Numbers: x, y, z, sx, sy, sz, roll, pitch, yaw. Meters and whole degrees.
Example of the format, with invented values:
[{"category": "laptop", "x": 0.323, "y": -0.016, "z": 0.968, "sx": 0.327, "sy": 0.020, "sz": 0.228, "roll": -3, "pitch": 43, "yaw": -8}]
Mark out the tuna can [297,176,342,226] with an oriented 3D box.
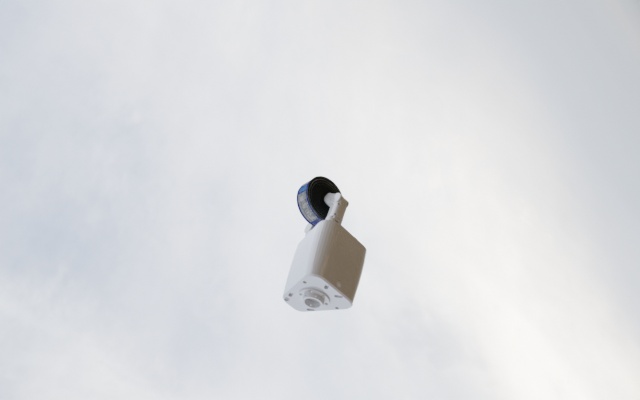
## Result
[{"category": "tuna can", "x": 0.000, "y": 0.003, "z": 0.835, "sx": 0.086, "sy": 0.086, "sz": 0.034, "roll": 0, "pitch": -21, "yaw": -45}]
